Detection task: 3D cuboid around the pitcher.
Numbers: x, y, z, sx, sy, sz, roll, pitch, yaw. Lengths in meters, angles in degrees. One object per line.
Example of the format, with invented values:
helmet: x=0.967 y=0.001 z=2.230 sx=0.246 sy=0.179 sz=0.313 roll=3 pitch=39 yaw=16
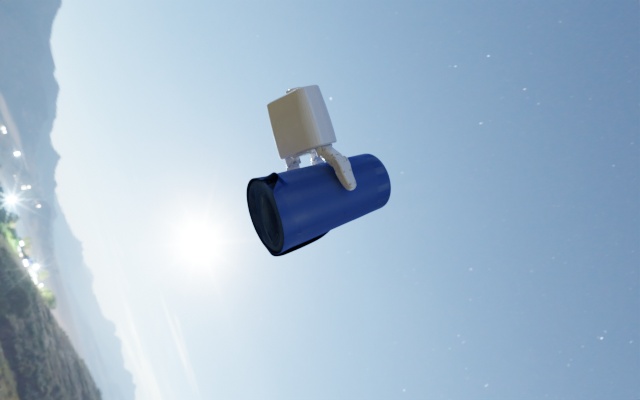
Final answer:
pitcher: x=0.000 y=0.003 z=0.850 sx=0.243 sy=0.145 sz=0.149 roll=-18 pitch=1 yaw=-28
